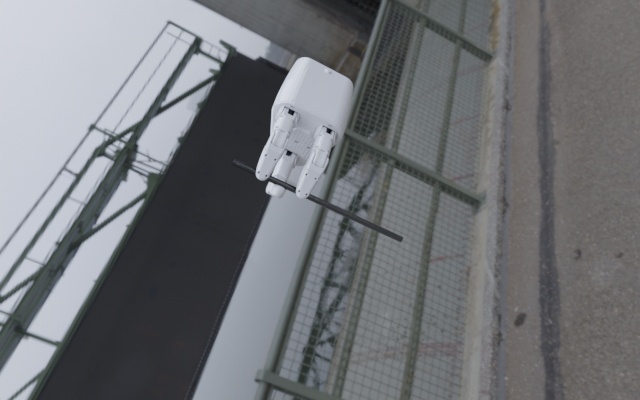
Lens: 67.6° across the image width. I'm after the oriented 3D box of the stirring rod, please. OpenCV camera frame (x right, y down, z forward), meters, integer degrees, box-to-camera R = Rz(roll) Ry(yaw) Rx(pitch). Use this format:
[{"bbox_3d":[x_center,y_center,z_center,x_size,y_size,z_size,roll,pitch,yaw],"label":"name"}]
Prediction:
[{"bbox_3d":[0.000,0.002,0.608,0.239,0.011,0.011,25,-5,-11],"label":"stirring rod"}]
